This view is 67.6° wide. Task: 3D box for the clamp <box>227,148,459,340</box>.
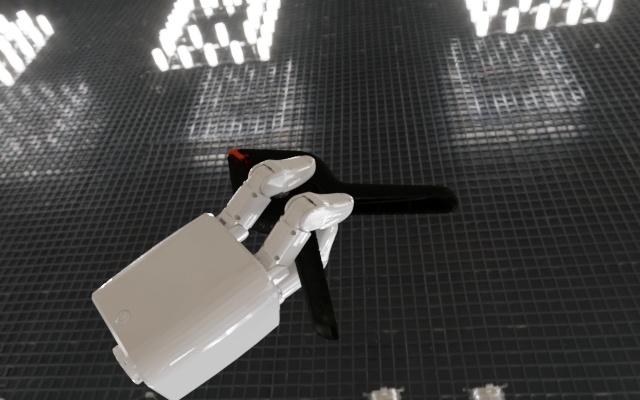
[{"bbox_3d":[0.000,0.002,0.418,0.164,0.036,0.210,-35,52,-23],"label":"clamp"}]
